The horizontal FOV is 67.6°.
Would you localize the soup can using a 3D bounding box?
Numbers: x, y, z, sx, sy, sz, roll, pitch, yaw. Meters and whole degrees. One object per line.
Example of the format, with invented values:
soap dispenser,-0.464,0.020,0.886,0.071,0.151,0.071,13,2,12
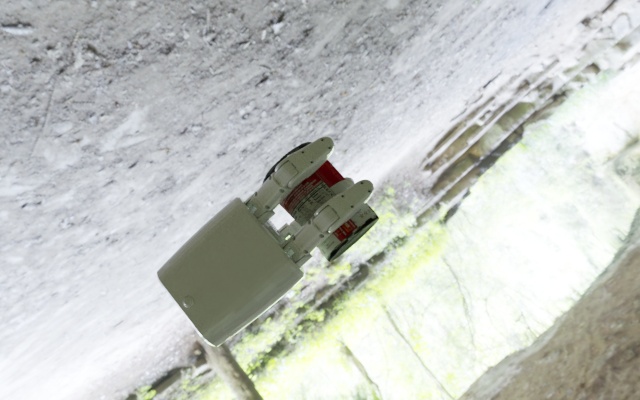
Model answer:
soup can,0.001,0.001,0.473,0.068,0.102,0.068,-40,-11,-9
